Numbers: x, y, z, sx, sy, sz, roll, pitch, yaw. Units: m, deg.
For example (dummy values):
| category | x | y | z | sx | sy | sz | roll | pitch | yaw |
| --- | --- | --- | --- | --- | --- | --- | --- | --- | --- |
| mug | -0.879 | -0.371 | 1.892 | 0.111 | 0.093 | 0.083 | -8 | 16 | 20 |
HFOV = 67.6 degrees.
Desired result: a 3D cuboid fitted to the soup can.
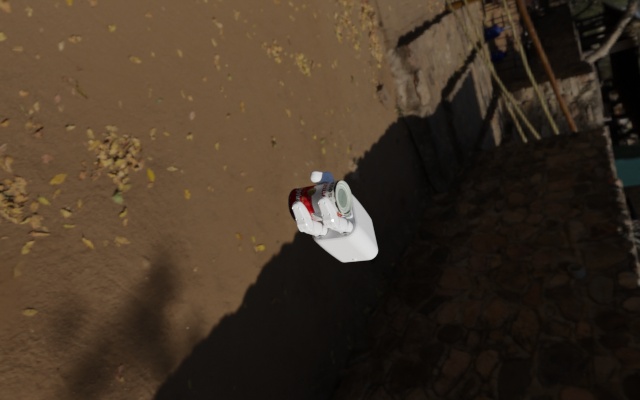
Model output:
| category | x | y | z | sx | sy | sz | roll | pitch | yaw |
| --- | --- | --- | --- | --- | --- | --- | --- | --- | --- |
| soup can | 0.000 | 0.003 | 0.892 | 0.102 | 0.068 | 0.068 | -10 | -5 | 30 |
